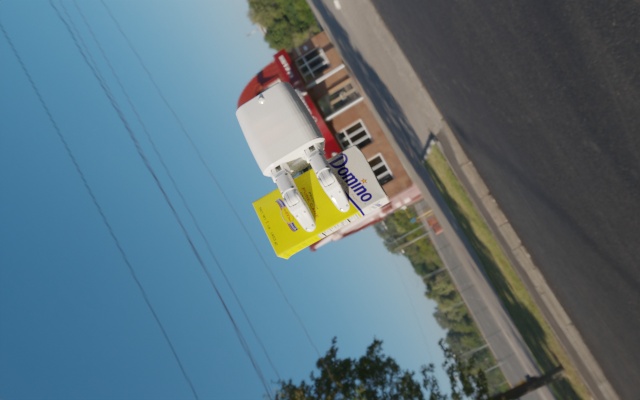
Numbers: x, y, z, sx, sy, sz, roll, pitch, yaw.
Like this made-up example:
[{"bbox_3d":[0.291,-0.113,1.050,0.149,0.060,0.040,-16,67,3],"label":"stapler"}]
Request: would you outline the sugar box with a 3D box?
[{"bbox_3d":[0.000,0.002,0.689,0.176,0.093,0.048,-31,-17,8],"label":"sugar box"}]
